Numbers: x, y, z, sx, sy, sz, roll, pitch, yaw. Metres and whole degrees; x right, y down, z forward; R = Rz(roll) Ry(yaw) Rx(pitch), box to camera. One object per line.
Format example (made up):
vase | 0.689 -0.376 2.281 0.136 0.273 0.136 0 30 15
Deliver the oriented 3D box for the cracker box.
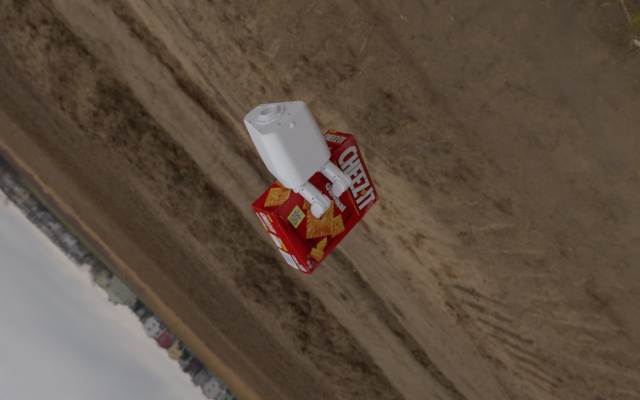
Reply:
cracker box | 0.000 0.003 0.864 0.072 0.164 0.213 20 57 44
